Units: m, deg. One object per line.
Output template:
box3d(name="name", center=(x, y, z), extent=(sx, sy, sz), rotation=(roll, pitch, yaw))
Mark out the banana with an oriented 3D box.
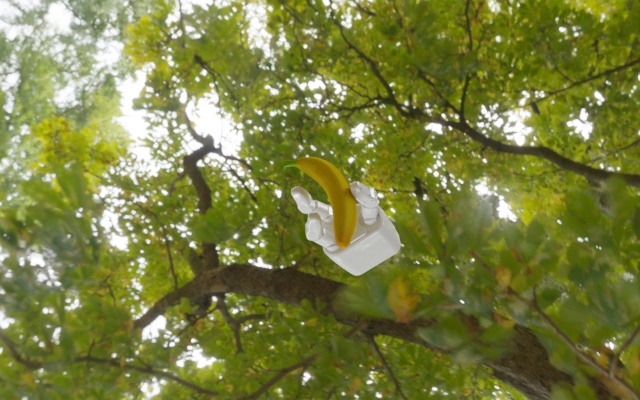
box3d(name="banana", center=(0.014, -0.010, 0.731), extent=(0.069, 0.197, 0.037), rotation=(-35, -38, -1))
